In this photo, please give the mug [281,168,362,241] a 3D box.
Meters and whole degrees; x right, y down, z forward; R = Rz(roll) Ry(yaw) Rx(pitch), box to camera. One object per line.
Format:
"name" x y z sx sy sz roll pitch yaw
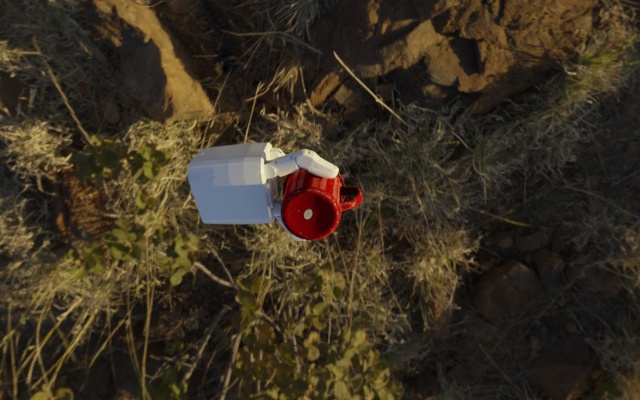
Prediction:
"mug" 0.002 0.002 0.670 0.117 0.093 0.081 -5 26 6
